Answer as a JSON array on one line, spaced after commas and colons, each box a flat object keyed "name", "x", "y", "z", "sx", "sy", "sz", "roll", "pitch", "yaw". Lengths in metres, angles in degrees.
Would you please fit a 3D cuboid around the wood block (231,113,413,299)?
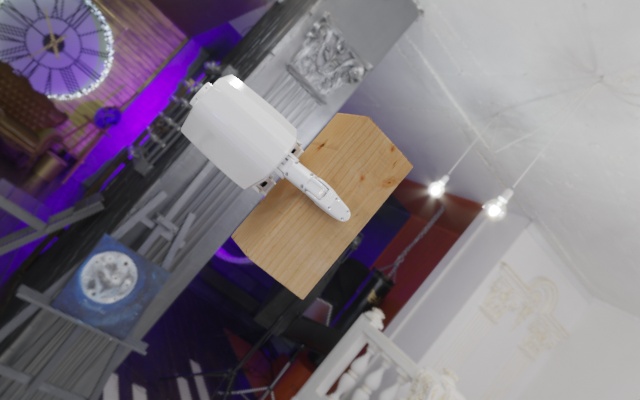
[{"name": "wood block", "x": 0.000, "y": 0.002, "z": 0.579, "sx": 0.090, "sy": 0.206, "sz": 0.091, "roll": 43, "pitch": -6, "yaw": -26}]
